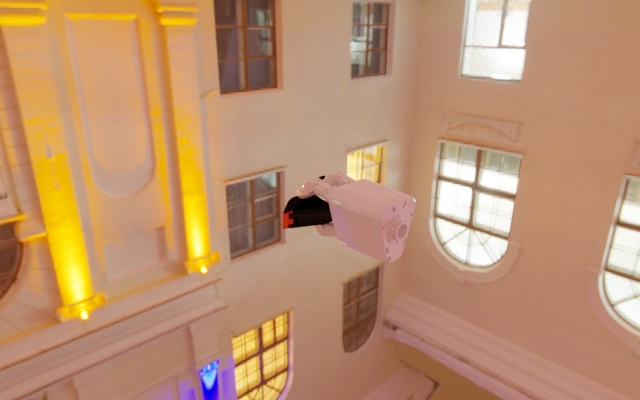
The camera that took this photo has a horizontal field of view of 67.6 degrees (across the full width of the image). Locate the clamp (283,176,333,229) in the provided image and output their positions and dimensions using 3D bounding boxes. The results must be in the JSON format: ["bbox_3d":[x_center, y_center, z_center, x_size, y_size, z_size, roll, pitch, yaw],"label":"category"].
[{"bbox_3d":[0.000,0.004,0.870,0.210,0.036,0.164,-19,30,-41],"label":"clamp"}]
